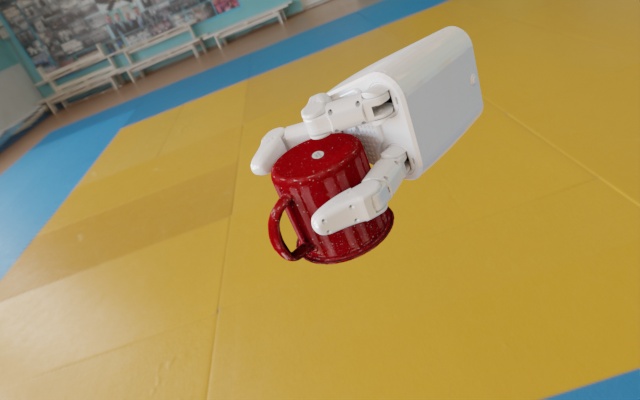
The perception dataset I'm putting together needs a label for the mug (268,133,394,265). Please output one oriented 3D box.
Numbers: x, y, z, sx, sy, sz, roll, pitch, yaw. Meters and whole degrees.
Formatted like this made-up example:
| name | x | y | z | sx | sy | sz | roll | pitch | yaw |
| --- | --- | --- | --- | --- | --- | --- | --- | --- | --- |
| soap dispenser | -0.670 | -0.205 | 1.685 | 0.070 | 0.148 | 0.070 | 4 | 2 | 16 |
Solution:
| name | x | y | z | sx | sy | sz | roll | pitch | yaw |
| --- | --- | --- | --- | --- | --- | --- | --- | --- | --- |
| mug | -0.001 | 0.002 | 0.407 | 0.117 | 0.081 | 0.093 | -40 | 33 | -29 |
